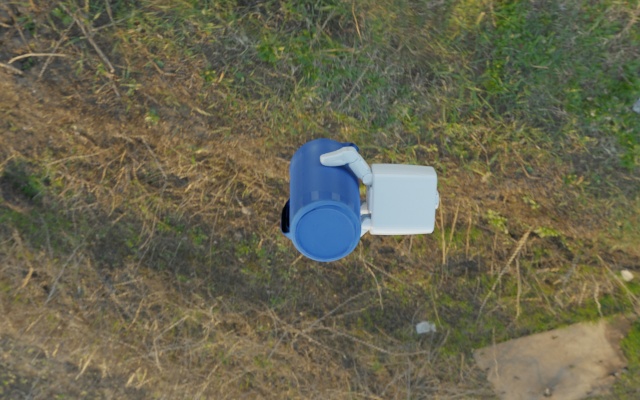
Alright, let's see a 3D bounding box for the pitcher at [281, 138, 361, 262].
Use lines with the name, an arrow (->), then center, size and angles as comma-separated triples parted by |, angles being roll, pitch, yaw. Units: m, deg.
pitcher -> 0.000, 0.003, 0.815 | 0.145, 0.149, 0.242 | 1, 27, 0
